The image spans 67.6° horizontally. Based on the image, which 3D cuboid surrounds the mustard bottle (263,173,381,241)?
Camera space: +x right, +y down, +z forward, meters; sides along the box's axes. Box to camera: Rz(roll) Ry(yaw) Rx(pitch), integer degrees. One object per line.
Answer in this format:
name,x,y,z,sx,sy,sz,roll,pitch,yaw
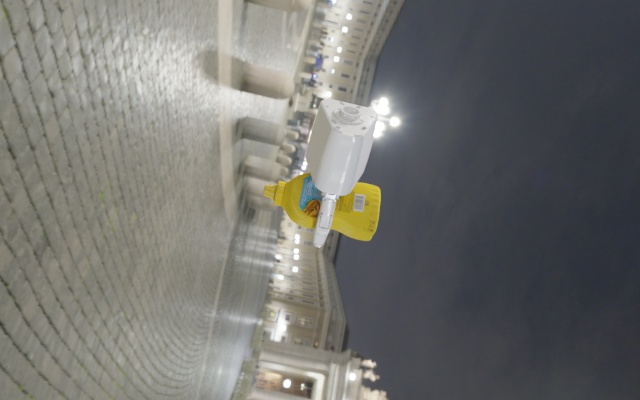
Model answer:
mustard bottle,0.000,0.003,0.794,0.191,0.096,0.058,12,-29,-4
